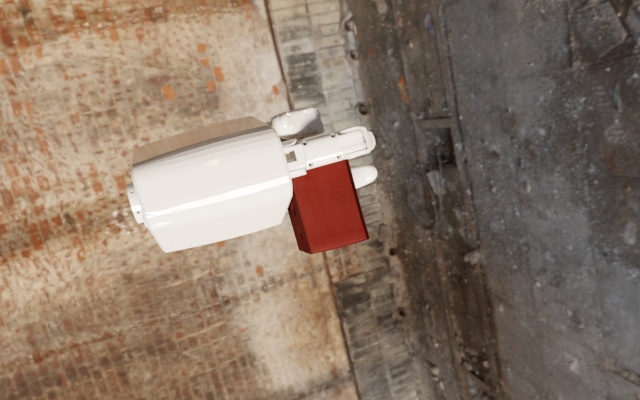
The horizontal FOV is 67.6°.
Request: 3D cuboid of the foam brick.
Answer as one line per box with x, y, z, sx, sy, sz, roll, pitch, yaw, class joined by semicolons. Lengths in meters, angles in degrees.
0.000;0.002;0.403;0.051;0.078;0.053;-16;3;-15;foam brick
